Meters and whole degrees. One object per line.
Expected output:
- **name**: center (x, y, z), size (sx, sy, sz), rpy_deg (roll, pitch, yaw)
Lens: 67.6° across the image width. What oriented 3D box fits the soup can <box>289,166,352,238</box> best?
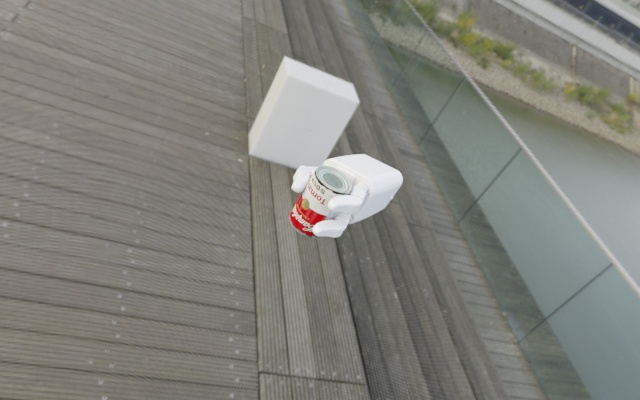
- **soup can**: center (0.000, 0.002, 0.777), size (0.068, 0.102, 0.068), rpy_deg (21, 35, -15)
